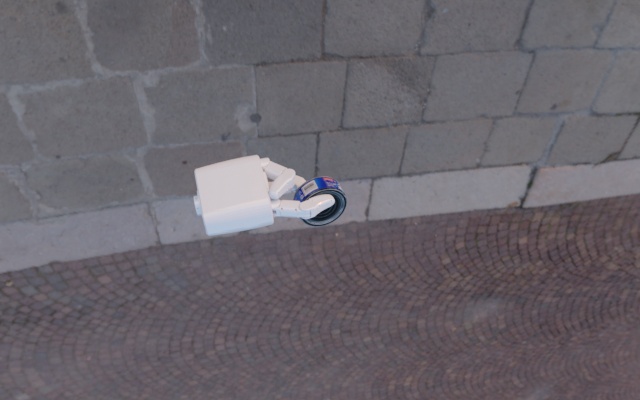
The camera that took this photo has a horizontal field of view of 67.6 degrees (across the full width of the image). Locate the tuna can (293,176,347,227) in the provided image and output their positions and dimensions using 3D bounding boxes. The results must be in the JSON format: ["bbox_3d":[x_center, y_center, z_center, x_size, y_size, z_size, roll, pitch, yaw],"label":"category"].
[{"bbox_3d":[0.000,0.003,0.798,0.086,0.086,0.033,0,40,-24],"label":"tuna can"}]
